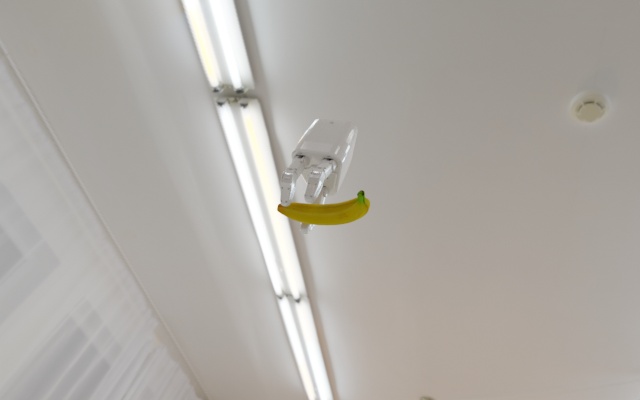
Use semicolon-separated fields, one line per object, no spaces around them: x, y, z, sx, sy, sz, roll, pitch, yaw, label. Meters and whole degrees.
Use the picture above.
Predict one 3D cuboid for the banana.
0.013;0.015;0.811;0.198;0.037;0.070;-11;-50;41;banana
